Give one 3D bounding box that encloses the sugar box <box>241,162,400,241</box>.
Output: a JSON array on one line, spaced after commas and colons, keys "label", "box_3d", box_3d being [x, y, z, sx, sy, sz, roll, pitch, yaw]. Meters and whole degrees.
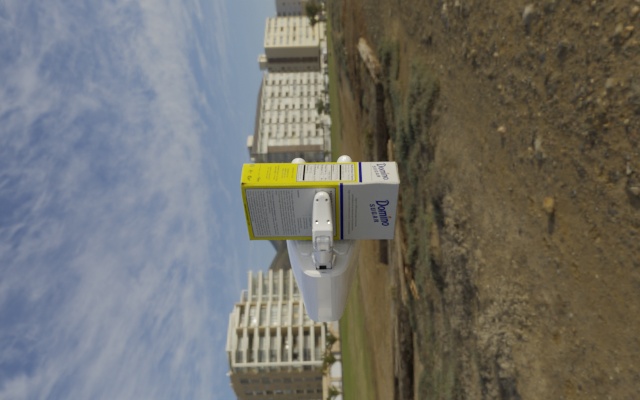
[{"label": "sugar box", "box_3d": [0.000, 0.002, 0.560, 0.176, 0.093, 0.048, -2, 43, 0]}]
